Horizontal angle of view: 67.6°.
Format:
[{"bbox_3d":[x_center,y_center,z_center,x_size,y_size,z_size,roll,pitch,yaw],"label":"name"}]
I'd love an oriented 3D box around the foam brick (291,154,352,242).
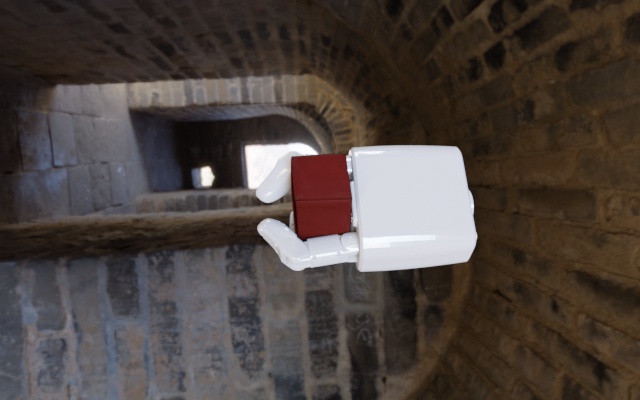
[{"bbox_3d":[0.000,0.001,0.441,0.051,0.053,0.078,-3,-37,-2],"label":"foam brick"}]
